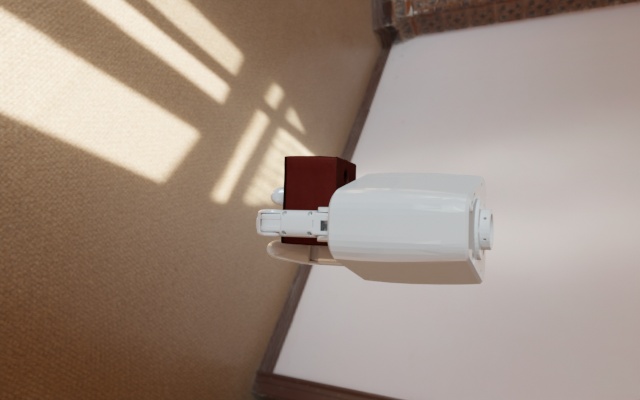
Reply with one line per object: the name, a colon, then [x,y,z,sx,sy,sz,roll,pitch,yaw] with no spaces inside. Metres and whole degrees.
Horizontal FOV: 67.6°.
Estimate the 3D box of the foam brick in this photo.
foam brick: [0.000,0.001,0.429,0.051,0.078,0.053,0,-4,24]
